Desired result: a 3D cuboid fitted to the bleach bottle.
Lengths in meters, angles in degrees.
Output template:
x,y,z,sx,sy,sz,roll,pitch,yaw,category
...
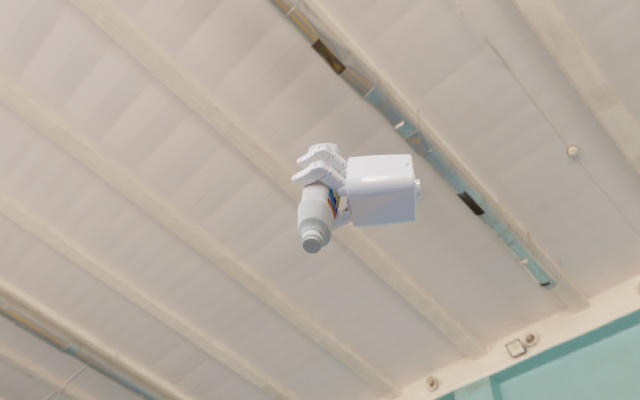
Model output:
x,y,z,sx,sy,sz,roll,pitch,yaw,category
0.000,0.002,0.794,0.068,0.103,0.250,-4,34,9,bleach bottle
